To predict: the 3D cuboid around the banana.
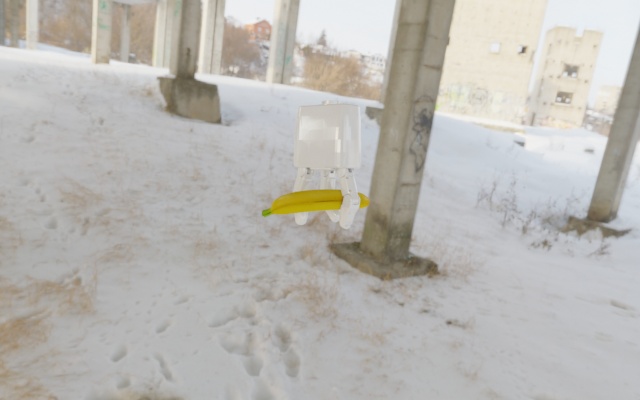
[{"bbox_3d":[0.003,0.001,0.811,0.198,0.037,0.069,-4,-5,-18],"label":"banana"}]
